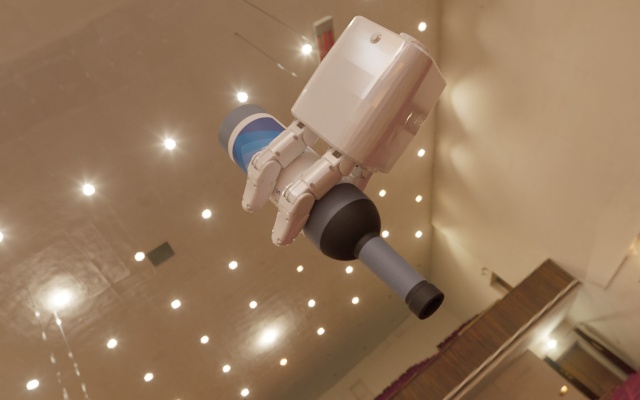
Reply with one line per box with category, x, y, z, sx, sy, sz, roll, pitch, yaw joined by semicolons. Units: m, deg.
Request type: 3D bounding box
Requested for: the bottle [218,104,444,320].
bottle;0.000;0.001;0.456;0.069;0.069;0.295;0;33;-45
